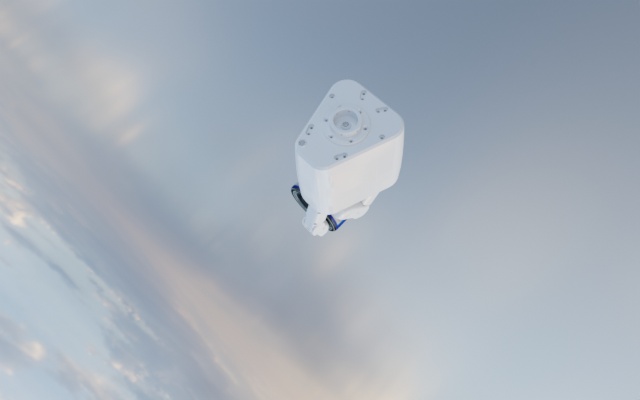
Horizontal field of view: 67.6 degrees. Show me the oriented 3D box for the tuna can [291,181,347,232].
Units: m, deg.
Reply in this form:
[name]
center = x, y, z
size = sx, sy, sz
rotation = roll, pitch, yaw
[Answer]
[tuna can]
center = 0.000, 0.003, 0.649
size = 0.033, 0.086, 0.086
rotation = -46, 13, -13
